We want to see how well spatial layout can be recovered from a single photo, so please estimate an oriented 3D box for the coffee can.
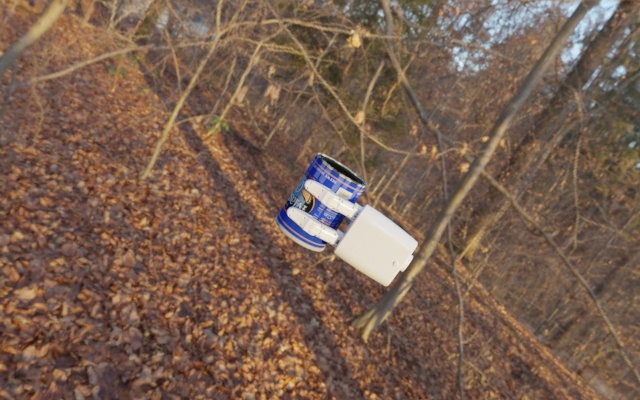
[{"bbox_3d":[0.000,0.003,0.834,0.103,0.140,0.102,32,13,-8],"label":"coffee can"}]
